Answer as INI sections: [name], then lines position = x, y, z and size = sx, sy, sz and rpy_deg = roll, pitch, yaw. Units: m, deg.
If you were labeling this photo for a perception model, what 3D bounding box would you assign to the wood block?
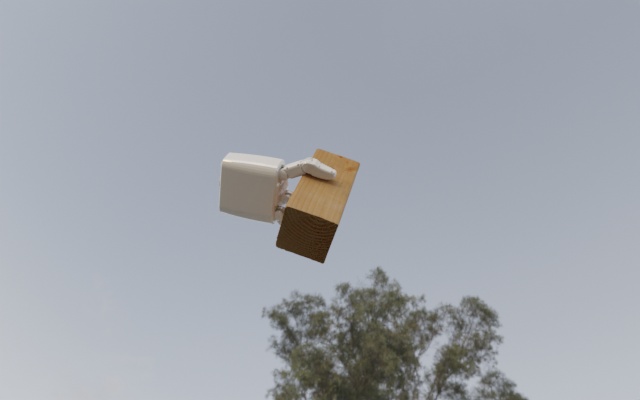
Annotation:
[wood block]
position = 0.000, 0.002, 0.849
size = 0.090, 0.091, 0.206
rpy_deg = 20, 36, 3
